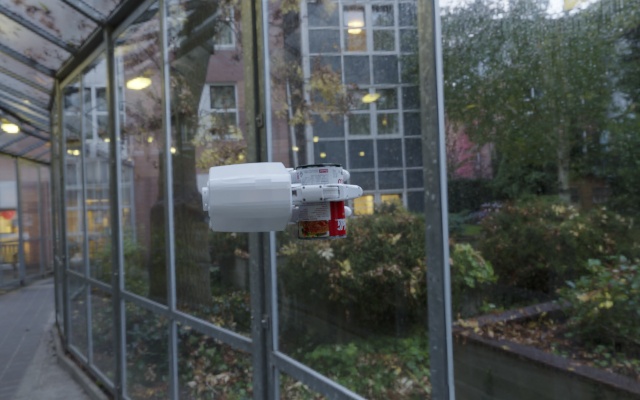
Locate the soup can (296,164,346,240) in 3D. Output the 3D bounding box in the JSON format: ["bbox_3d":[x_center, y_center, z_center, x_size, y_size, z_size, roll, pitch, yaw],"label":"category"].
[{"bbox_3d":[0.001,0.002,0.672,0.068,0.102,0.068,-3,-1,0],"label":"soup can"}]
